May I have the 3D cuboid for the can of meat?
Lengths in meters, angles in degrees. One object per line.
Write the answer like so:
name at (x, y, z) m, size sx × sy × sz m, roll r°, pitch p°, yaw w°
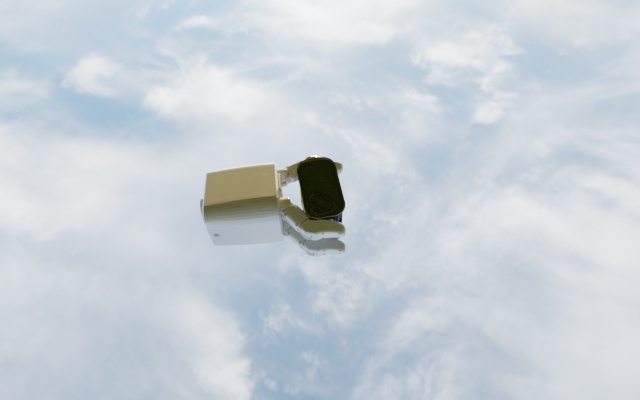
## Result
can of meat at (0.000, 0.002, 0.702) m, size 0.057 × 0.102 × 0.084 m, roll -9°, pitch -32°, yaw -6°
